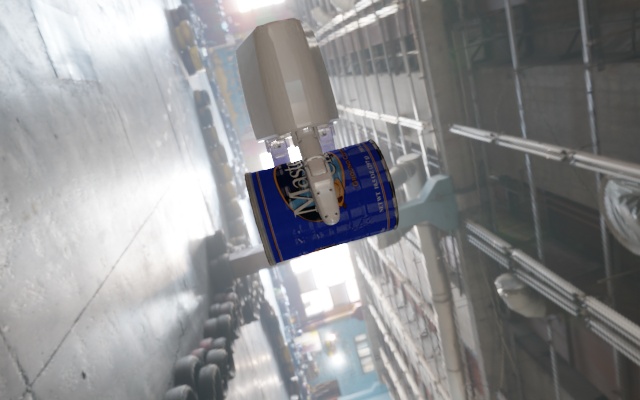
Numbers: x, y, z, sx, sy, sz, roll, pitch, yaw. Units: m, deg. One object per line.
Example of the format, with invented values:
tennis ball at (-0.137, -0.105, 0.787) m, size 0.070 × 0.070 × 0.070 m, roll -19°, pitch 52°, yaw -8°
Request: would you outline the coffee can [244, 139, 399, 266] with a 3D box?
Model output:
coffee can at (0.000, 0.002, 0.514) m, size 0.140 × 0.103 × 0.103 m, roll -16°, pitch 1°, yaw -5°
